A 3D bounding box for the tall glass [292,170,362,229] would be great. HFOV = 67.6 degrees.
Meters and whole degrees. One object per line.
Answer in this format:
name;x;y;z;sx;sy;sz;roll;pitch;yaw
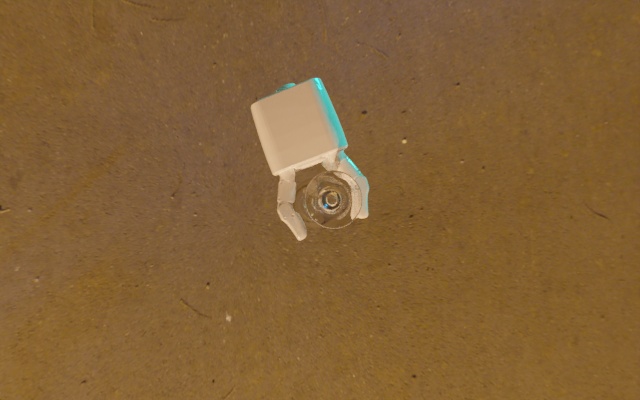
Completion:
tall glass;0.000;0.002;0.699;0.079;0.079;0.201;0;-3;-10
